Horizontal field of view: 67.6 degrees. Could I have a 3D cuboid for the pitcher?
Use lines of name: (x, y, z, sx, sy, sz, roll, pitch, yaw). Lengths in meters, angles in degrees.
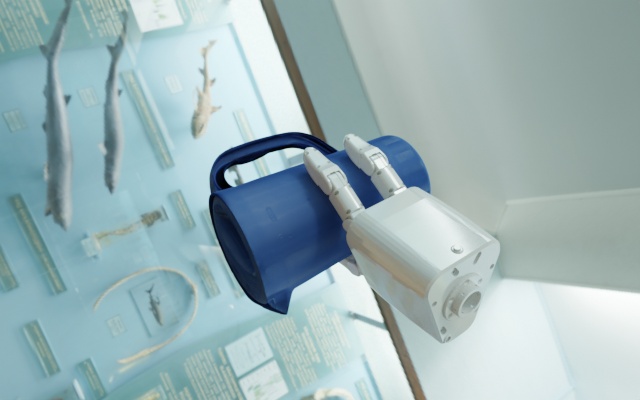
pitcher: (0.000, 0.002, 0.552, 0.243, 0.149, 0.145, -25, 38, -24)
